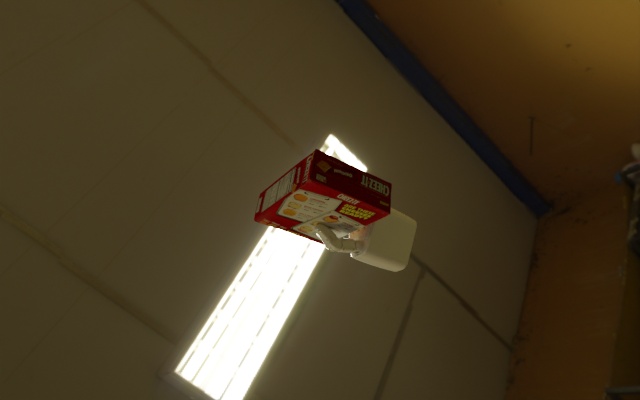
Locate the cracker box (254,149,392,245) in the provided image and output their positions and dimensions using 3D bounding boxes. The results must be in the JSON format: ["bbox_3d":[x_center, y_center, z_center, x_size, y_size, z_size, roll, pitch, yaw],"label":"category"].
[{"bbox_3d":[0.000,0.003,0.873,0.164,0.072,0.214,22,-31,-25],"label":"cracker box"}]
